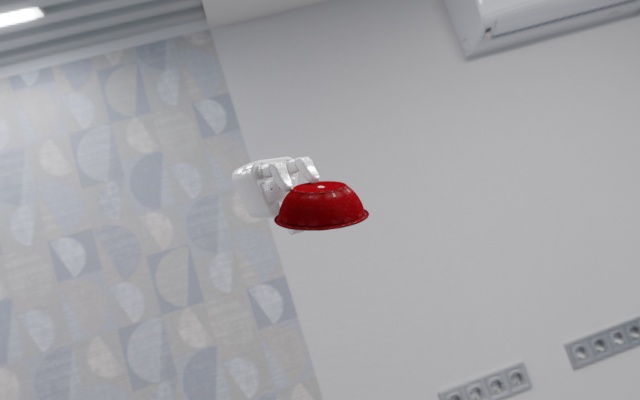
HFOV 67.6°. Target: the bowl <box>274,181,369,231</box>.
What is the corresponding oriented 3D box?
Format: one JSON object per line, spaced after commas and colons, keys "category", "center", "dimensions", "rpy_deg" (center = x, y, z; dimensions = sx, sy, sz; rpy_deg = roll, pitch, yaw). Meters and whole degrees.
{"category": "bowl", "center": [0.001, 0.002, 0.806], "dimensions": [0.162, 0.055, 0.162], "rpy_deg": [-3, 13, 1]}
